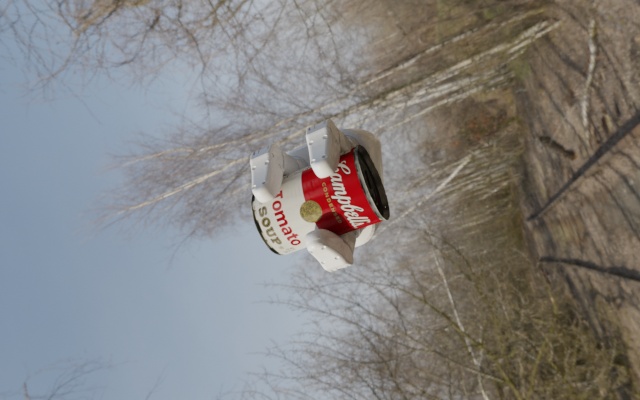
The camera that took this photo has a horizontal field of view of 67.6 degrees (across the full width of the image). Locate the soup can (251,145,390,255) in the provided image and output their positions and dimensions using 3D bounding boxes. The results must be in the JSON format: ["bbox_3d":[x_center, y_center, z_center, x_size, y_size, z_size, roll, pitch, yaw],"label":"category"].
[{"bbox_3d":[0.000,0.002,0.415,0.102,0.068,0.068,-21,-7,18],"label":"soup can"}]
